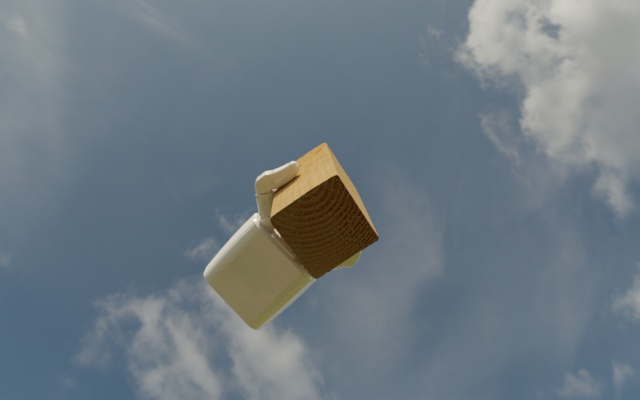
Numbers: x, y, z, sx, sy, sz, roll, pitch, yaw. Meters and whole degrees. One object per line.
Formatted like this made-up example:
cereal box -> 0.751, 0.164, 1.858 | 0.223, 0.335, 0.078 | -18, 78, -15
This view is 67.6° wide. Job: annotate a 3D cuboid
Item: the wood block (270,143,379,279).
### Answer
wood block -> 0.000, 0.002, 0.611 | 0.090, 0.091, 0.206 | -33, 15, 6
